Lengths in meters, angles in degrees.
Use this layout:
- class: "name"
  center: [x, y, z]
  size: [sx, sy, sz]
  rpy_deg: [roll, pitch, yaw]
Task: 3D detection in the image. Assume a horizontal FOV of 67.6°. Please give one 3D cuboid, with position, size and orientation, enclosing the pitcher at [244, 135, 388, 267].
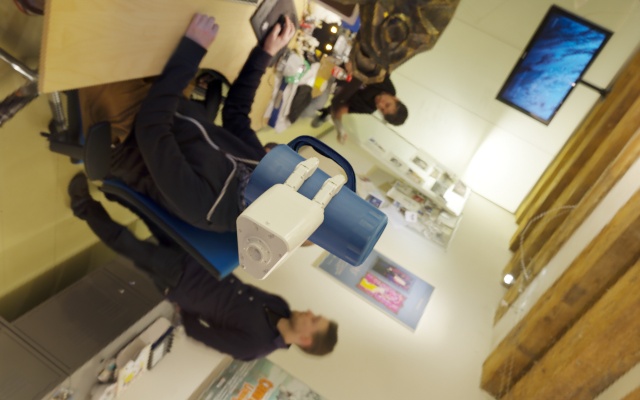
- class: "pitcher"
  center: [0.000, 0.003, 0.857]
  size: [0.243, 0.149, 0.145]
  rpy_deg: [32, 38, 11]
